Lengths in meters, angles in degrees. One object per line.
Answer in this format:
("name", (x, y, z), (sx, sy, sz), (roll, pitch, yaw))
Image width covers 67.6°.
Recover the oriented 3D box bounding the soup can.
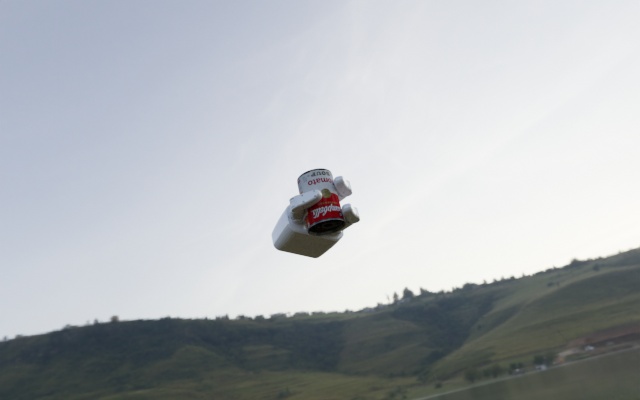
("soup can", (0.000, 0.002, 0.847), (0.068, 0.102, 0.068), (-11, -24, -5))
